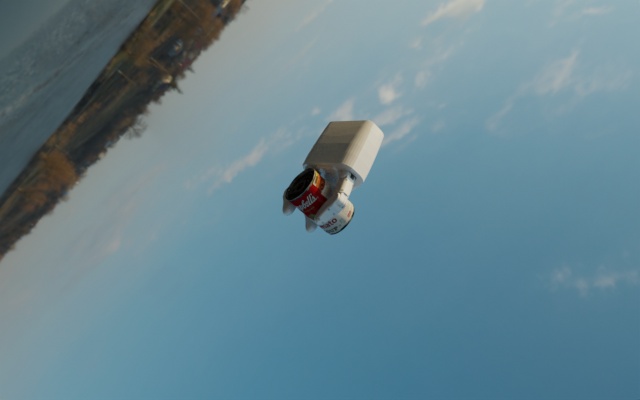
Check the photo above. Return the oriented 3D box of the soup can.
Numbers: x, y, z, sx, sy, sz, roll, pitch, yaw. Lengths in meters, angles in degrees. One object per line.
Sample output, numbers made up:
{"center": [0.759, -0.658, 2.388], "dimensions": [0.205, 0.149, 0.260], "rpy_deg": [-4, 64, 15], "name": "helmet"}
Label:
{"center": [0.000, 0.003, 0.805], "dimensions": [0.102, 0.068, 0.068], "rpy_deg": [41, -21, -26], "name": "soup can"}
